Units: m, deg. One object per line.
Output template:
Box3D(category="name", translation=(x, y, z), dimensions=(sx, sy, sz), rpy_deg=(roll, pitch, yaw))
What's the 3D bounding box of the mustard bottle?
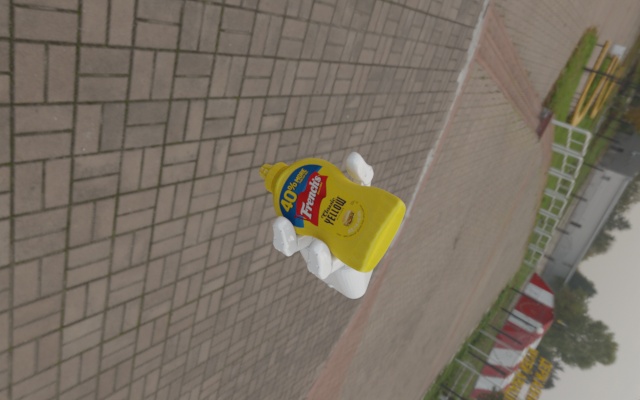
Box3D(category="mustard bottle", translation=(0.000, 0.002, 0.583), dimensions=(0.191, 0.096, 0.058), rpy_deg=(29, 2, 27))
